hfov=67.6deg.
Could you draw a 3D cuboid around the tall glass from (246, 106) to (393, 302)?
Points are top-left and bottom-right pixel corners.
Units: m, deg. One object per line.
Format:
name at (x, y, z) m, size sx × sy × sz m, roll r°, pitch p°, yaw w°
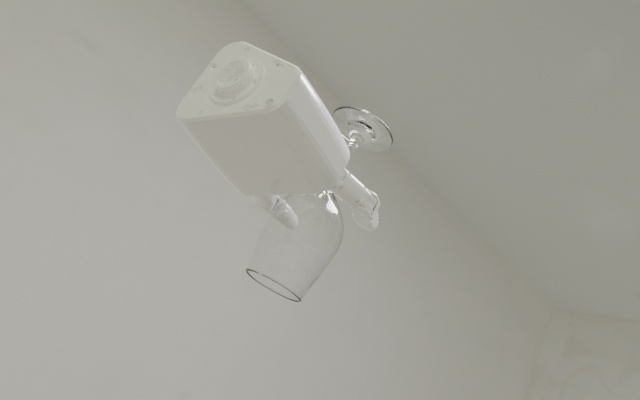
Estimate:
tall glass at (0.001, 0.001, 0.495) m, size 0.079 × 0.201 × 0.079 m, roll 26°, pitch -20°, yaw 10°
